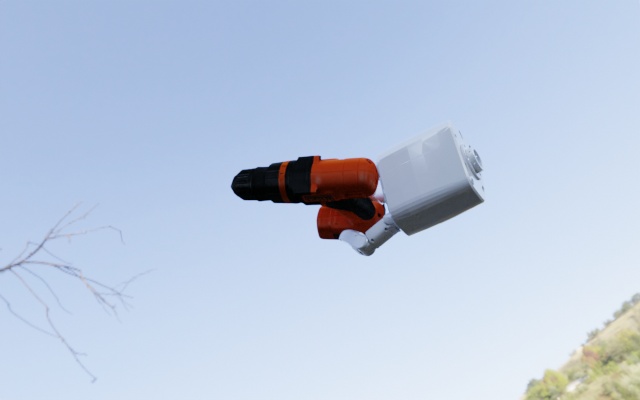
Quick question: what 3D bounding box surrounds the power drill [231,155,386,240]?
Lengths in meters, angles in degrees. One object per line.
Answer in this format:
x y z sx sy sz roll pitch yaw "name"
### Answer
0.001 0.002 0.627 0.184 0.057 0.188 -1 -19 21 "power drill"
